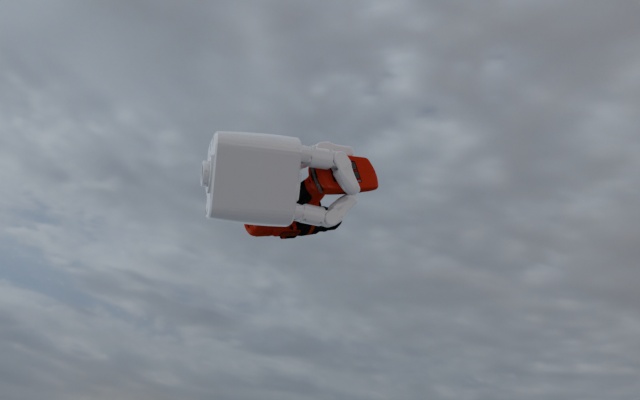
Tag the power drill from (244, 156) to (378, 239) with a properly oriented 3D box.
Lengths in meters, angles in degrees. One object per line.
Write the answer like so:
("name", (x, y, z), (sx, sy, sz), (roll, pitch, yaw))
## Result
("power drill", (0.000, 0.002, 0.726), (0.184, 0.057, 0.188), (-3, -26, -40))
